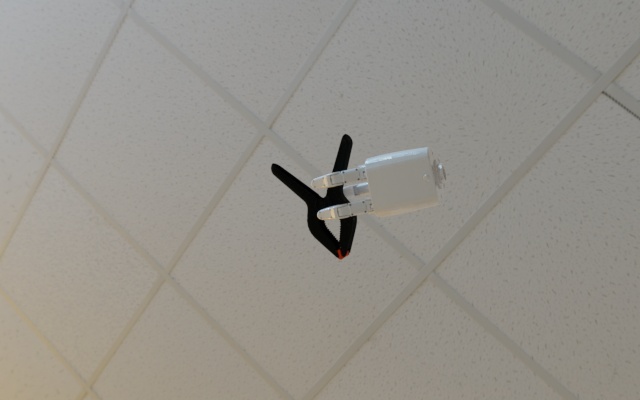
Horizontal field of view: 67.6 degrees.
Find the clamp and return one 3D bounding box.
[{"bbox_3d":[0.001,0.003,0.846,0.164,0.210,0.036,-11,3,27],"label":"clamp"}]
